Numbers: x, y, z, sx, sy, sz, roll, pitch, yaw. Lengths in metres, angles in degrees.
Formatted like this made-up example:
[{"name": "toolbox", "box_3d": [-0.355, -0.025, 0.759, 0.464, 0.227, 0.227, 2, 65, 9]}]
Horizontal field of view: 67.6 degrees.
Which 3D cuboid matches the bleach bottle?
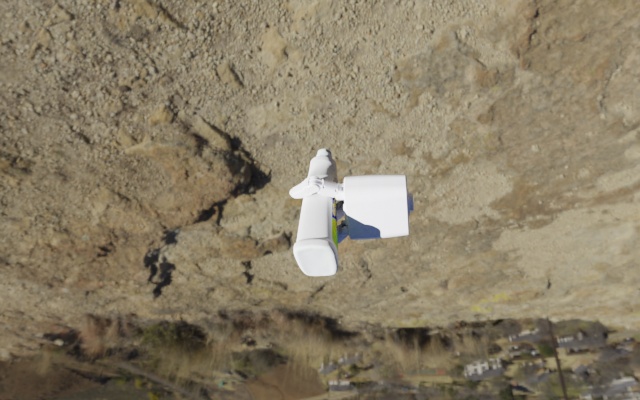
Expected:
[{"name": "bleach bottle", "box_3d": [0.000, 0.003, 0.853, 0.068, 0.250, 0.103, -4, -37, 9]}]
